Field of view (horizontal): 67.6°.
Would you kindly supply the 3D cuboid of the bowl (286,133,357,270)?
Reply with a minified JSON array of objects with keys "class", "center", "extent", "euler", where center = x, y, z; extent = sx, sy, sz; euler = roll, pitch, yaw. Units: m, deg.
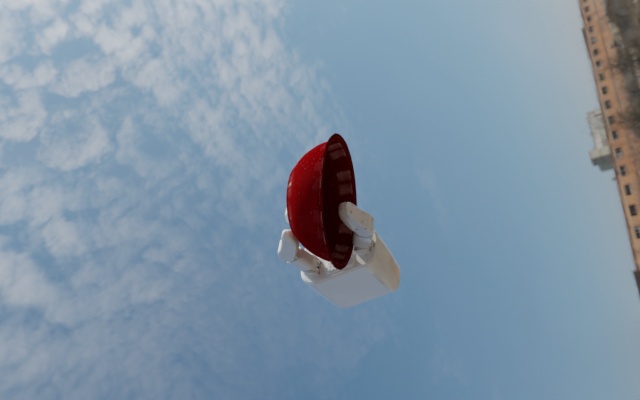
[{"class":"bowl","center":[-0.001,0.001,0.576],"extent":[0.055,0.162,0.162],"euler":[-1,0,17]}]
